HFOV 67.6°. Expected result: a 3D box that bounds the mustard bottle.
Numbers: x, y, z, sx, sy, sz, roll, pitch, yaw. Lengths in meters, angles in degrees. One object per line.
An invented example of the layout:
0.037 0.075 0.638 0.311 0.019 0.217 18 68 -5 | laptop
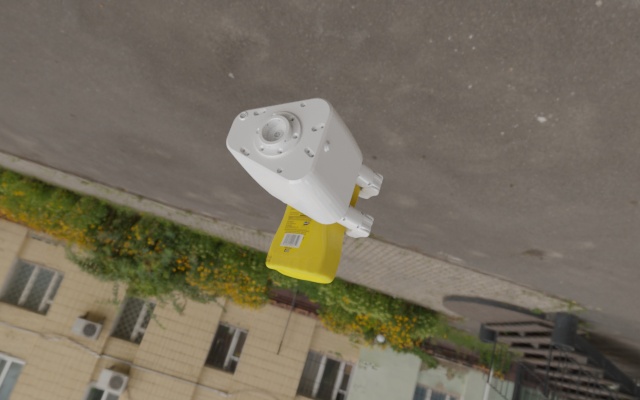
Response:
0.000 0.002 0.595 0.096 0.191 0.058 1 -23 46 | mustard bottle
